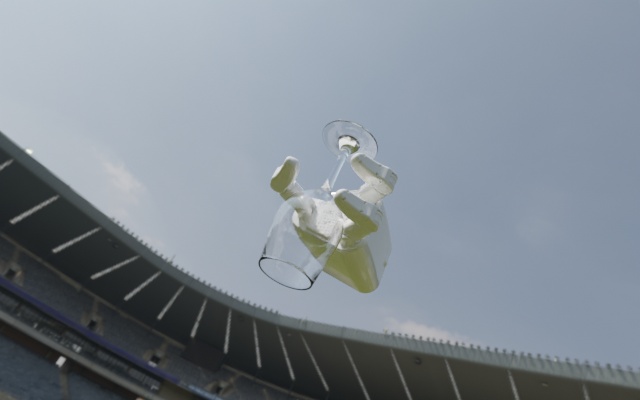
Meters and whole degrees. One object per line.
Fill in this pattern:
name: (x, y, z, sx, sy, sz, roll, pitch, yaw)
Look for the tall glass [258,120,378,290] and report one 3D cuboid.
tall glass: (0.000, 0.001, 0.550, 0.079, 0.201, 0.079, 18, -33, 13)
